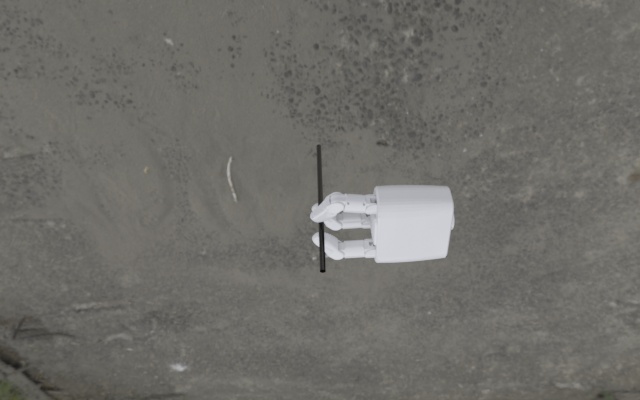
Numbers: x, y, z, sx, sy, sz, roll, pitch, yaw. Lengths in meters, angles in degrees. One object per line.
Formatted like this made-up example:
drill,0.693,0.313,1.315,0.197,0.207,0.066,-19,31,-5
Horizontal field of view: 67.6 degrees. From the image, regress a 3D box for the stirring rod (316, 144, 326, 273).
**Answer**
stirring rod,0.000,0.002,0.716,0.011,0.239,0.011,-1,-40,-1
